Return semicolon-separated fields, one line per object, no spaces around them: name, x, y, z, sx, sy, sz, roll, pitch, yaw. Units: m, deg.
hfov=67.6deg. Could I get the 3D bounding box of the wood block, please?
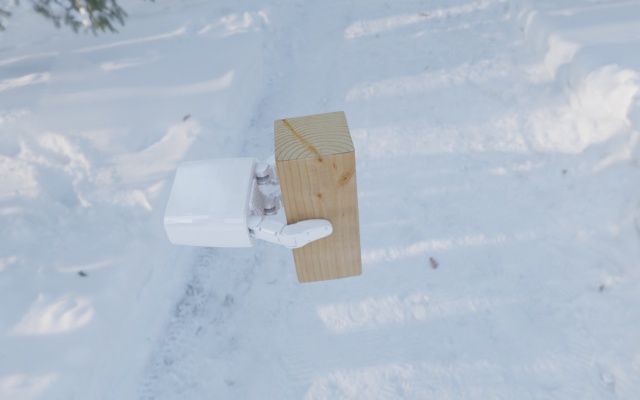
wood block;0.000;0.002;0.617;0.090;0.206;0.090;-8;40;0
